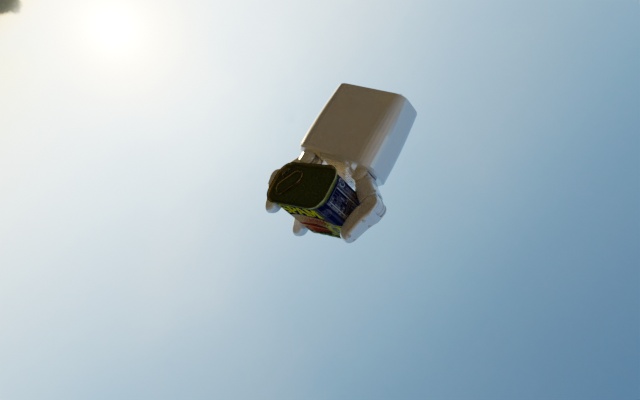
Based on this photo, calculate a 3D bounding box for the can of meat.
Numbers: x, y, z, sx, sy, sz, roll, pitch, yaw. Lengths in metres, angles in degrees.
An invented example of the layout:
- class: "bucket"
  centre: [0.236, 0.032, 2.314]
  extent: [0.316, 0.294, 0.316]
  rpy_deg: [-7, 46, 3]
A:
- class: "can of meat"
  centre: [0.000, 0.002, 0.571]
  extent: [0.102, 0.057, 0.084]
  rpy_deg: [9, -24, 46]
